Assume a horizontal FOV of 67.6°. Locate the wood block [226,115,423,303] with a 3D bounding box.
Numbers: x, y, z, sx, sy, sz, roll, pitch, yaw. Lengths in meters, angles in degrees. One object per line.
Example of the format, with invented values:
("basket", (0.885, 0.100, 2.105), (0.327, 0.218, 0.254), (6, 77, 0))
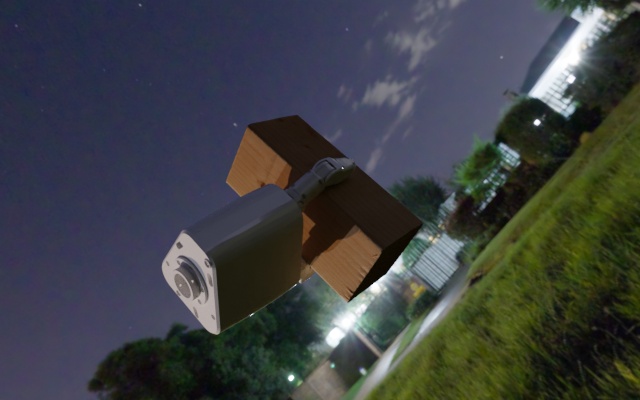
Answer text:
("wood block", (0.000, 0.002, 0.548), (0.206, 0.091, 0.090), (43, 37, 20))
